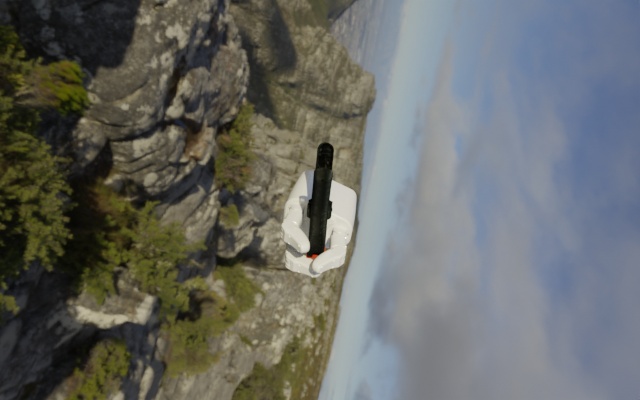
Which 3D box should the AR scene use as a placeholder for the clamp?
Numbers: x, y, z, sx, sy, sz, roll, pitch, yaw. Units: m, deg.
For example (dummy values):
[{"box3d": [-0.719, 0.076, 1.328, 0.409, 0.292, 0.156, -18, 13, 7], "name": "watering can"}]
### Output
[{"box3d": [0.001, 0.003, 0.693, 0.039, 0.172, 0.120, 11, 33, 4], "name": "clamp"}]
